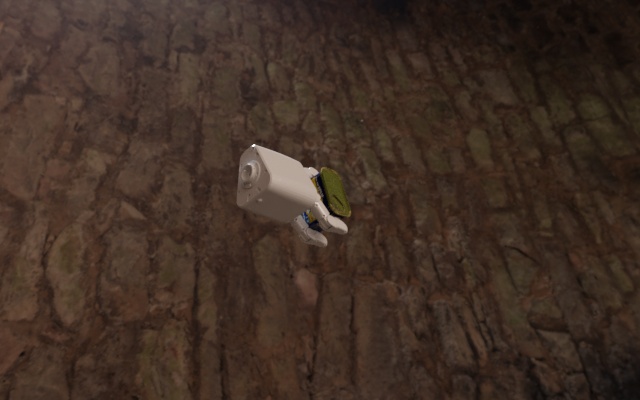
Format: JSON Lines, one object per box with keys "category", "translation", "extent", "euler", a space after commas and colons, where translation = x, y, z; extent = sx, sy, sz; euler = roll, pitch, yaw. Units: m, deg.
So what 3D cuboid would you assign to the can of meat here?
{"category": "can of meat", "translation": [0.000, 0.003, 0.898], "extent": [0.084, 0.102, 0.057], "euler": [-34, -32, 31]}
